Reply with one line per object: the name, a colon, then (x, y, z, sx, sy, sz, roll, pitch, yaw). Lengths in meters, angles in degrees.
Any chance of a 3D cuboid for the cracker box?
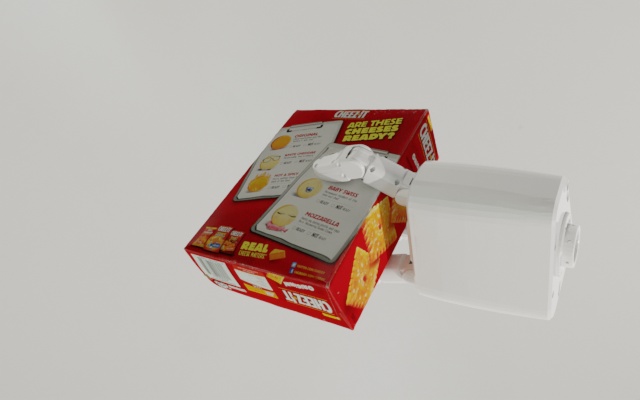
cracker box: (0.000, 0.002, 0.464, 0.164, 0.213, 0.072, 8, -41, 34)
